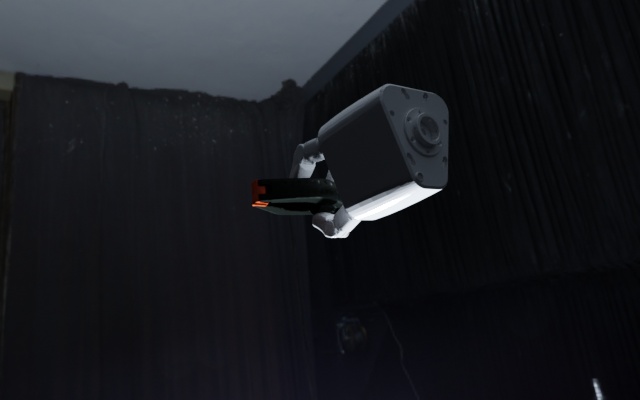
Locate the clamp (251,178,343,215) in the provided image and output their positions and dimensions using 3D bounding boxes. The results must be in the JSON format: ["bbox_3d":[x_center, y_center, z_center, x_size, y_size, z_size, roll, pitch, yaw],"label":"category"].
[{"bbox_3d":[0.000,0.003,0.609,0.210,0.036,0.164,3,-17,-33],"label":"clamp"}]
